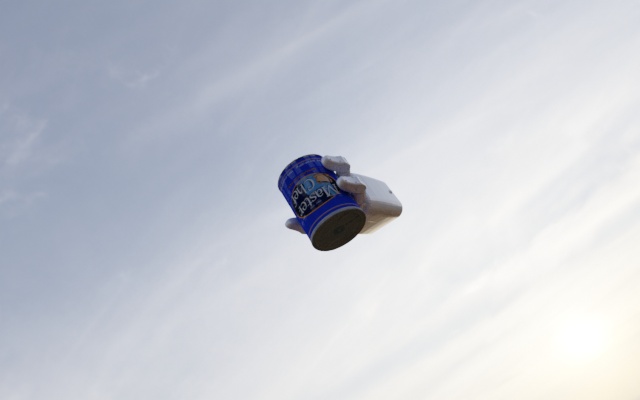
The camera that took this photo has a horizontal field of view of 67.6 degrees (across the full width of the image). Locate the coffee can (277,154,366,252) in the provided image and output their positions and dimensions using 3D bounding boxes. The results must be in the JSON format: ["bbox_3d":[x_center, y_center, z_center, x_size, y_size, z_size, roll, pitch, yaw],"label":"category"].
[{"bbox_3d":[0.000,0.003,0.828,0.103,0.103,0.140,0,43,-39],"label":"coffee can"}]
